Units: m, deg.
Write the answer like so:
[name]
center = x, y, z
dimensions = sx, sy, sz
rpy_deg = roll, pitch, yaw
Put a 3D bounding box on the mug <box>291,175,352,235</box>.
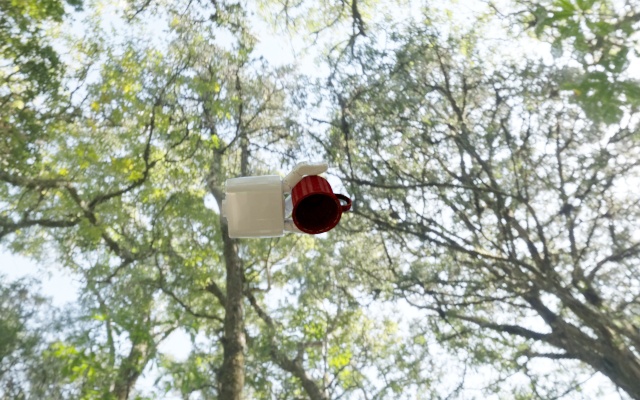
[mug]
center = 0.002, 0.003, 0.899
dimensions = 0.117, 0.093, 0.081
rpy_deg = -3, 31, -8
